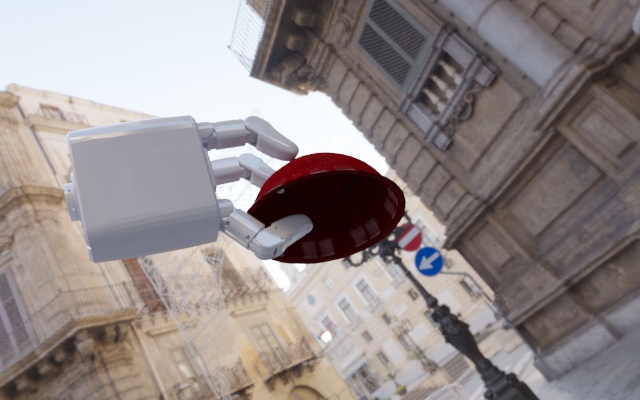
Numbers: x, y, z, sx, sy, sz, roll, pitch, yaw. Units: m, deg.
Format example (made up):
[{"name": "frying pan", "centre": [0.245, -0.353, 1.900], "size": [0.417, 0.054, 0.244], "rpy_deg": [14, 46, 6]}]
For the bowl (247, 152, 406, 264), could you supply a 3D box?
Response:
[{"name": "bowl", "centre": [0.001, 0.001, 0.478], "size": [0.162, 0.055, 0.162], "rpy_deg": [-8, -35, -6]}]
